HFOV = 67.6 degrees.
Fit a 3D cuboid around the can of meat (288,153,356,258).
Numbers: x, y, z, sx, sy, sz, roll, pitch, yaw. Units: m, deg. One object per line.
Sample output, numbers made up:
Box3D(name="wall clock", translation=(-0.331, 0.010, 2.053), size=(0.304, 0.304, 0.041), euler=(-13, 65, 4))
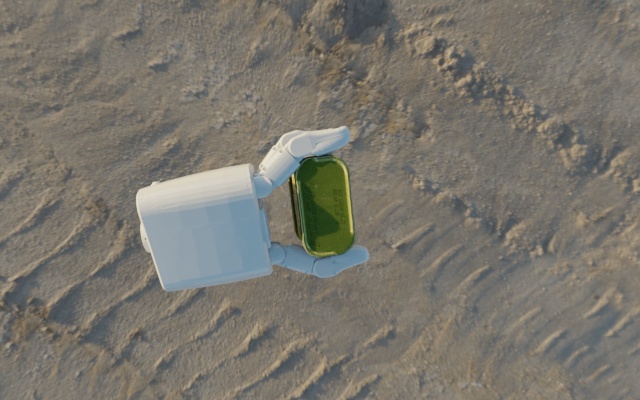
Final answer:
Box3D(name="can of meat", translation=(0.000, 0.002, 0.486), size=(0.057, 0.102, 0.084), euler=(-8, 8, -6))
